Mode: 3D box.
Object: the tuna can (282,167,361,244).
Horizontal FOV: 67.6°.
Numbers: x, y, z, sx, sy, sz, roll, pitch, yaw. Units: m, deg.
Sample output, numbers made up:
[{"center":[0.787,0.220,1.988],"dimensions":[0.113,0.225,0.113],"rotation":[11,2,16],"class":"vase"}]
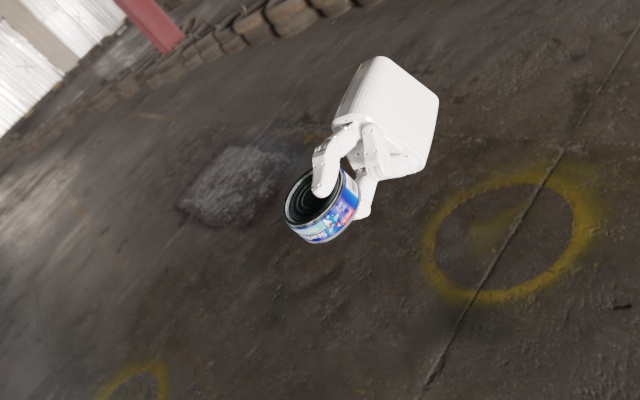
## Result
[{"center":[0.000,0.001,0.520],"dimensions":[0.086,0.086,0.034],"rotation":[0,-33,47],"class":"tuna can"}]
